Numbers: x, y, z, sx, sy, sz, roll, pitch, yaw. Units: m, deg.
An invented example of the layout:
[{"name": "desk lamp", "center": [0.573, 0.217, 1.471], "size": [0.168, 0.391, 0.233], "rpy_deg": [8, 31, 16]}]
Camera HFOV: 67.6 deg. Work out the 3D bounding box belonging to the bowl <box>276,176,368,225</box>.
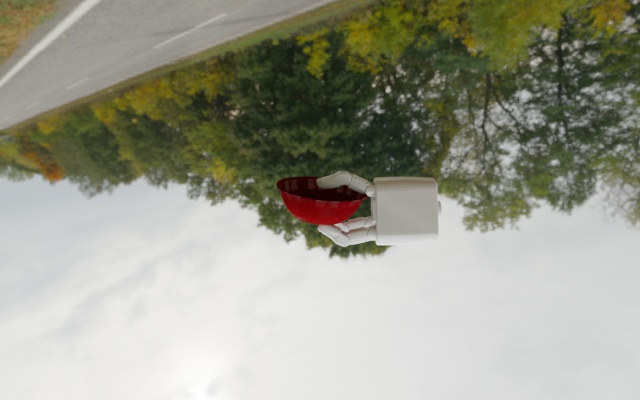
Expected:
[{"name": "bowl", "center": [-0.001, 0.003, 0.843], "size": [0.162, 0.055, 0.162], "rpy_deg": [6, 16, -2]}]
